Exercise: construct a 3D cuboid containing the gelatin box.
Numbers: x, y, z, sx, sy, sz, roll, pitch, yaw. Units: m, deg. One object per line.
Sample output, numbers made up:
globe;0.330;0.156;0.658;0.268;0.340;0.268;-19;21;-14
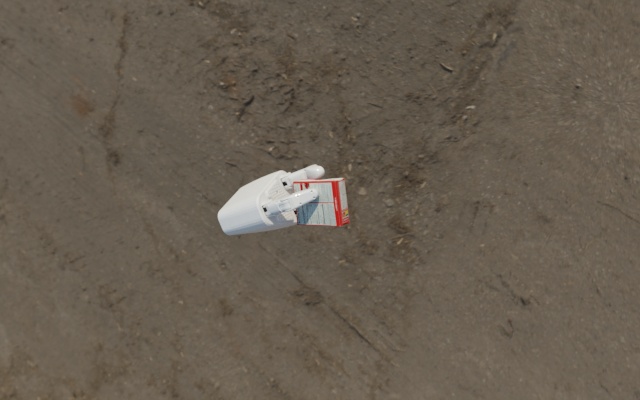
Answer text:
gelatin box;0.000;0.003;0.764;0.089;0.073;0.030;0;11;37
